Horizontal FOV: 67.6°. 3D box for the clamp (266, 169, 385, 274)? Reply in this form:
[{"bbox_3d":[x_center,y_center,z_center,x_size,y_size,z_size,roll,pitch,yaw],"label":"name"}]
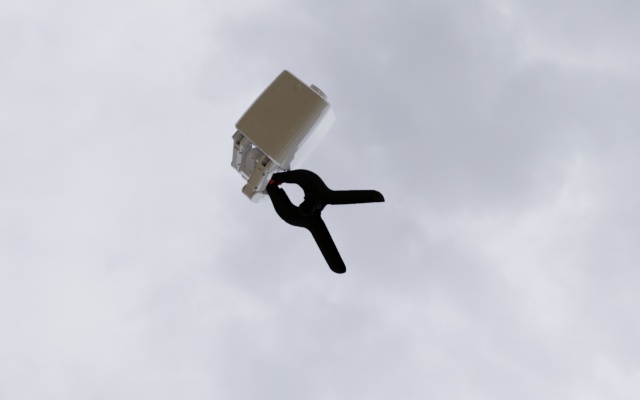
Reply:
[{"bbox_3d":[0.000,0.002,0.642,0.171,0.120,0.039,40,7,17],"label":"clamp"}]
